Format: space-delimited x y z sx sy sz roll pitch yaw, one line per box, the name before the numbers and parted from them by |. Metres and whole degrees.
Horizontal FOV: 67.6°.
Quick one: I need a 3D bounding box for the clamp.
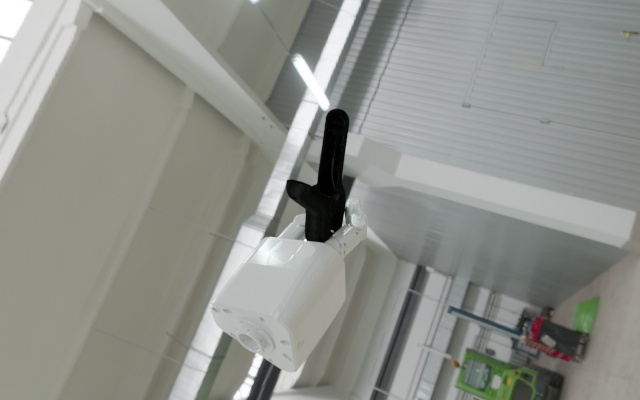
clamp | 0.000 0.002 0.511 0.039 0.172 0.120 18 44 23
